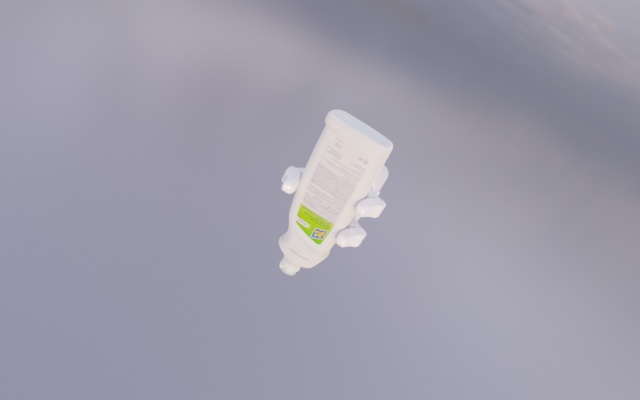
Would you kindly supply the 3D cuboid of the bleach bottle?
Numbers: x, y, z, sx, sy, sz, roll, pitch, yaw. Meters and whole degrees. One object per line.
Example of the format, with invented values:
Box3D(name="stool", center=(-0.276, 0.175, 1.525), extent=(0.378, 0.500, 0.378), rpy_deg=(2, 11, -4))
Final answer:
Box3D(name="bleach bottle", center=(0.000, 0.002, 0.692), extent=(0.102, 0.251, 0.068), rpy_deg=(35, 24, 9))
